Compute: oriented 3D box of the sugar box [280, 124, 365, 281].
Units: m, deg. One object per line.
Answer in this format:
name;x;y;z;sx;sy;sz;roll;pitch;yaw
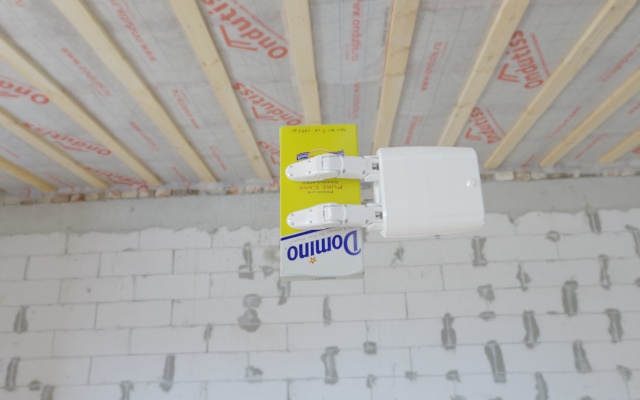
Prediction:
sugar box;0.000;0.002;0.547;0.093;0.176;0.048;-3;-17;1
